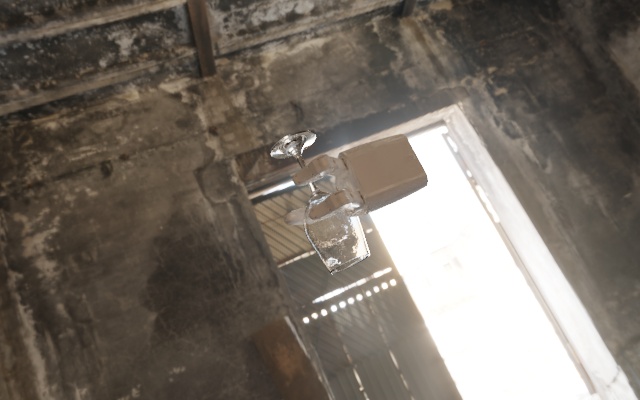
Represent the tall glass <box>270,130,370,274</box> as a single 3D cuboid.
[{"bbox_3d":[0.000,0.002,0.691,0.079,0.201,0.079,-23,-15,-7],"label":"tall glass"}]
